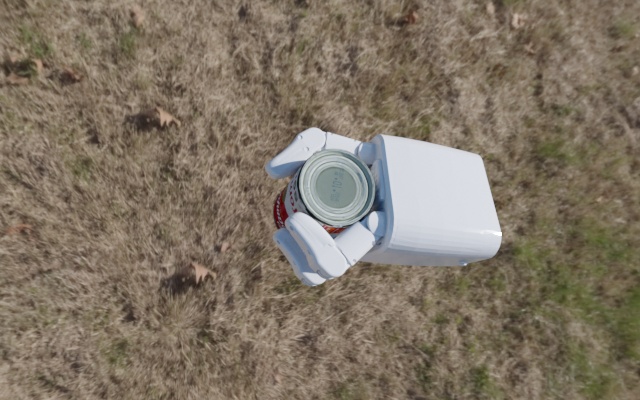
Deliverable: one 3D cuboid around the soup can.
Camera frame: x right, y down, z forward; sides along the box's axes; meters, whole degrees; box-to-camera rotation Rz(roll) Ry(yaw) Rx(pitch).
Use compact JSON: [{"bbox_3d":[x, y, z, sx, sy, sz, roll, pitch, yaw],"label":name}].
[{"bbox_3d":[0.000,0.001,0.429,0.068,0.068,0.102,0,-14,-17],"label":"soup can"}]
